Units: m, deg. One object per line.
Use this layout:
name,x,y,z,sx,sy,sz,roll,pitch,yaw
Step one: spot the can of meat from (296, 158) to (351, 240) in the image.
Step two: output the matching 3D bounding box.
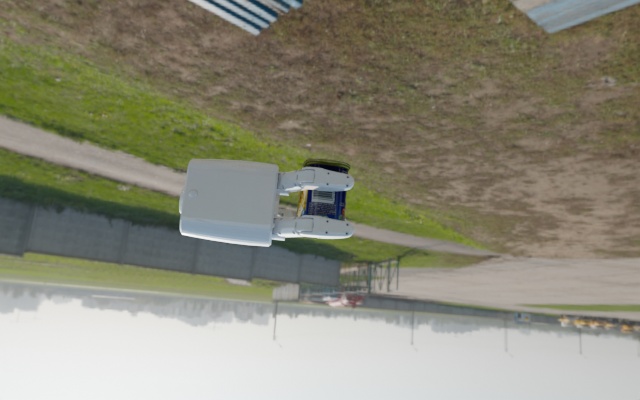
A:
can of meat,0.000,0.002,0.600,0.057,0.084,0.102,7,-13,-8
